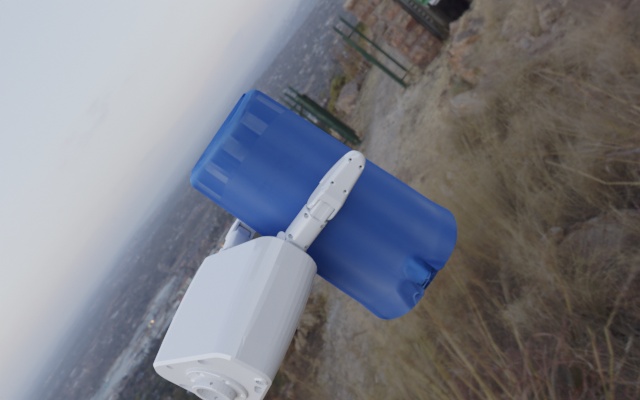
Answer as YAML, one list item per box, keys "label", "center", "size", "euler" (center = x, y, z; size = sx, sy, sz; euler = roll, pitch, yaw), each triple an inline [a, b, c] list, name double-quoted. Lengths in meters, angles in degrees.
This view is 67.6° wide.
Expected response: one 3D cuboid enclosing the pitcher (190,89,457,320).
- label: "pitcher"
  center: [0.000, 0.002, 0.479]
  size: [0.243, 0.145, 0.149]
  euler: [34, -41, -15]
